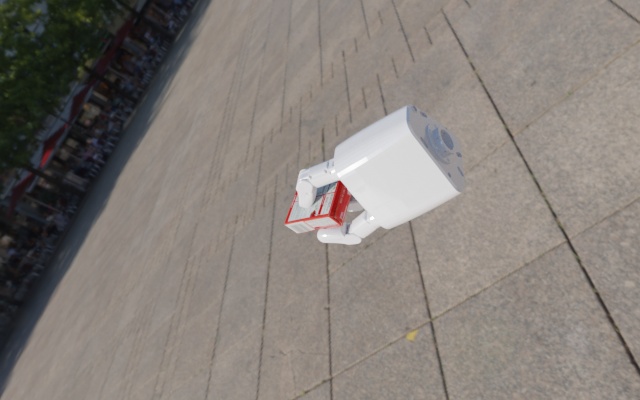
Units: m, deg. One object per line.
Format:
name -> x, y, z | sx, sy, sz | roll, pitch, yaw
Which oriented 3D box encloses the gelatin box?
gelatin box -> 0.000, 0.002, 0.634 | 0.089, 0.073, 0.030 | -13, -41, 44
